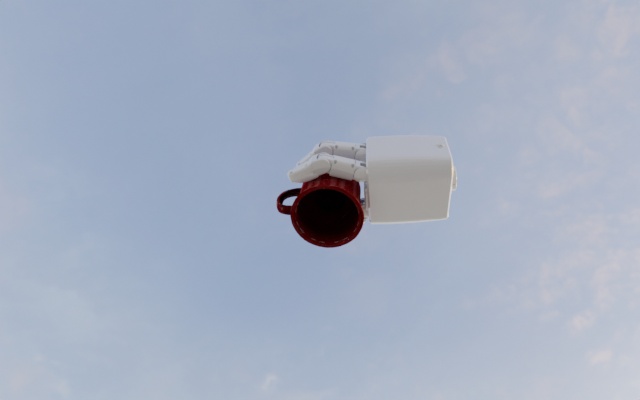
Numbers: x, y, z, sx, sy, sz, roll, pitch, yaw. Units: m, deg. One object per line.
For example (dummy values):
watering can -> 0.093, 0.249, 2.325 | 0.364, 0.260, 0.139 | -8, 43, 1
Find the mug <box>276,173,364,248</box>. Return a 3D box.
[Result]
mug -> -0.001, 0.002, 0.635 | 0.117, 0.093, 0.081 | -1, 30, 7
